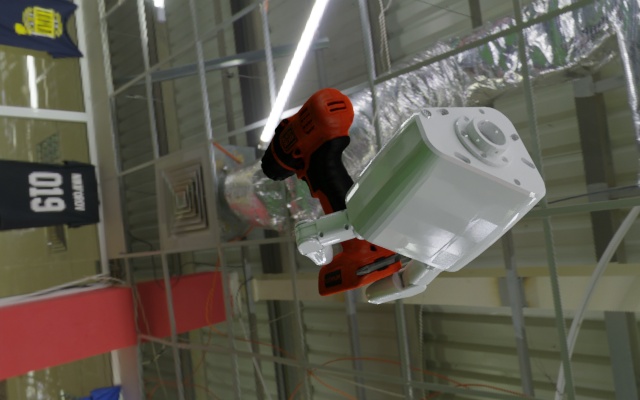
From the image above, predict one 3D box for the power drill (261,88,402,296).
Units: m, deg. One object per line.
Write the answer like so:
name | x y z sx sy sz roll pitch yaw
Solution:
power drill | 0.000 0.002 0.497 0.057 0.187 0.184 -19 -7 -26
